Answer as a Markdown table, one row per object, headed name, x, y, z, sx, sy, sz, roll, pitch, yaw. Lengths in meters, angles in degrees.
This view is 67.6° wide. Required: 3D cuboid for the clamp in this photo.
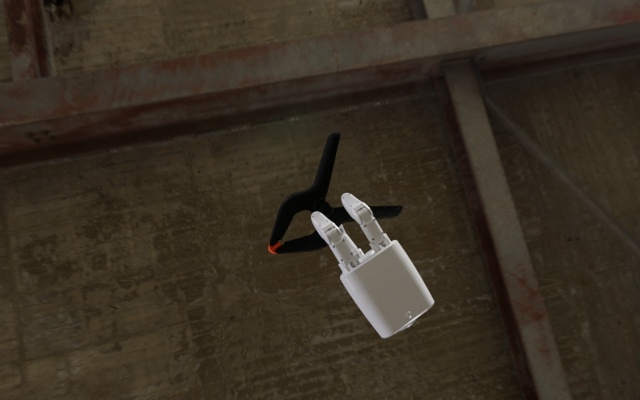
| name | x | y | z | sx | sy | sz | roll | pitch | yaw |
| --- | --- | --- | --- | --- | --- | --- | --- | --- | --- |
| clamp | 0.000 | 0.003 | 0.731 | 0.210 | 0.164 | 0.036 | -32 | -5 | -12 |
